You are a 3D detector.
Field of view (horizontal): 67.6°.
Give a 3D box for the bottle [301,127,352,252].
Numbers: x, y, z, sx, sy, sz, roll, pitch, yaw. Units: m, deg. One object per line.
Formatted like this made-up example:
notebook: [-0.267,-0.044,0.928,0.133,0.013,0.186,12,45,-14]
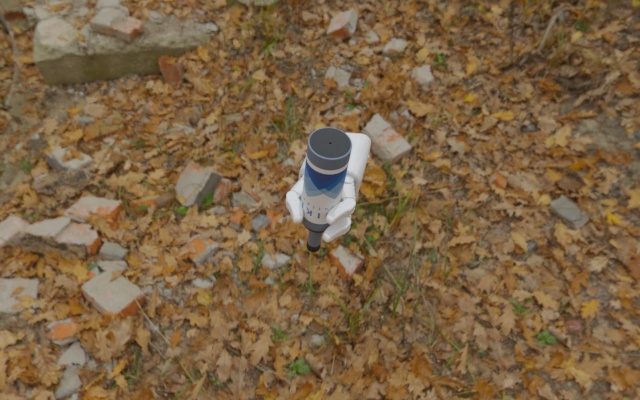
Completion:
bottle: [0.000,0.003,0.823,0.069,0.069,0.296,0,-37,-7]
